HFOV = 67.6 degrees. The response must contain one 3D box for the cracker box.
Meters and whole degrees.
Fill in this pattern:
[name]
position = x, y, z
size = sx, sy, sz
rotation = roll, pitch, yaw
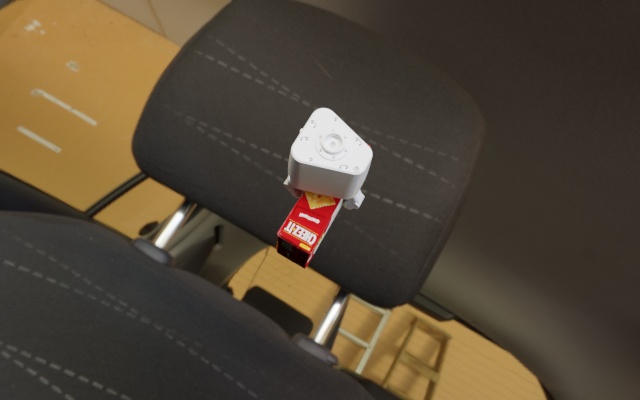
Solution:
[cracker box]
position = 0.000, 0.003, 0.851
size = 0.072, 0.213, 0.164
rotation = 29, -17, 4
